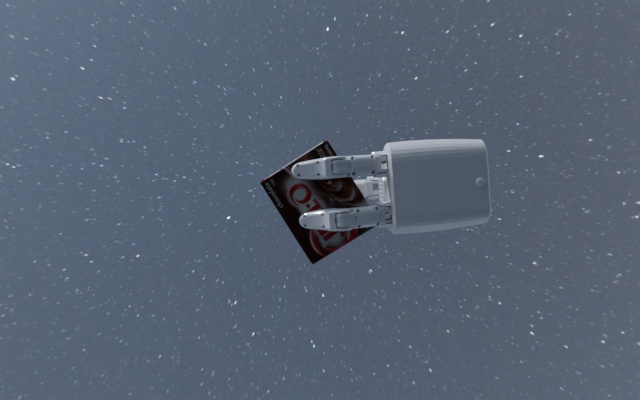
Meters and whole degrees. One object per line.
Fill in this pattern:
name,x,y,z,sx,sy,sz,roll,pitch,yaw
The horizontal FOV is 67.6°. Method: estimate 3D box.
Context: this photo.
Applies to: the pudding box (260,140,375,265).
pudding box,0.000,0.002,0.543,0.090,0.113,0.039,-32,2,5
